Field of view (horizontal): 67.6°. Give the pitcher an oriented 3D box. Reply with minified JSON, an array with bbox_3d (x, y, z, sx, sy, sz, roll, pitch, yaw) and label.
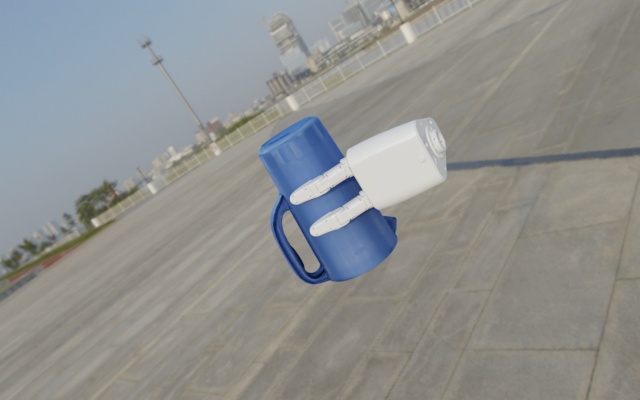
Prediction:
[{"bbox_3d":[0.000,0.002,0.746,0.145,0.243,0.149,-23,16,32],"label":"pitcher"}]
